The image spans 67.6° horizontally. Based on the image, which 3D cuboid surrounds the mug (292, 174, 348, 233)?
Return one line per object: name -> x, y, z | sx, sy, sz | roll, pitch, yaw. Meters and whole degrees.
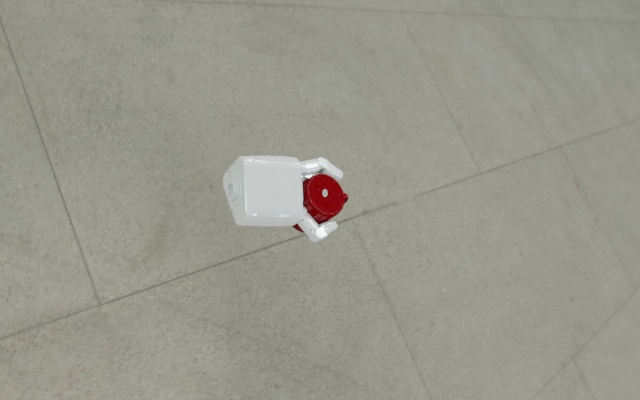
mug -> 0.001, 0.003, 0.873 | 0.117, 0.093, 0.081 | -1, -21, -34
